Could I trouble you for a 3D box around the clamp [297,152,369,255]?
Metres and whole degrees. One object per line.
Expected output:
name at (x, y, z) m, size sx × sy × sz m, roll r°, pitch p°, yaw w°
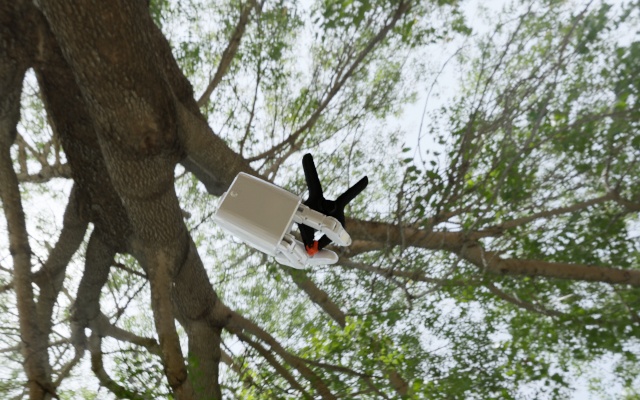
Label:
clamp at (0.000, 0.003, 0.782) m, size 0.120 × 0.171 × 0.039 m, roll 26°, pitch -28°, yaw 0°
